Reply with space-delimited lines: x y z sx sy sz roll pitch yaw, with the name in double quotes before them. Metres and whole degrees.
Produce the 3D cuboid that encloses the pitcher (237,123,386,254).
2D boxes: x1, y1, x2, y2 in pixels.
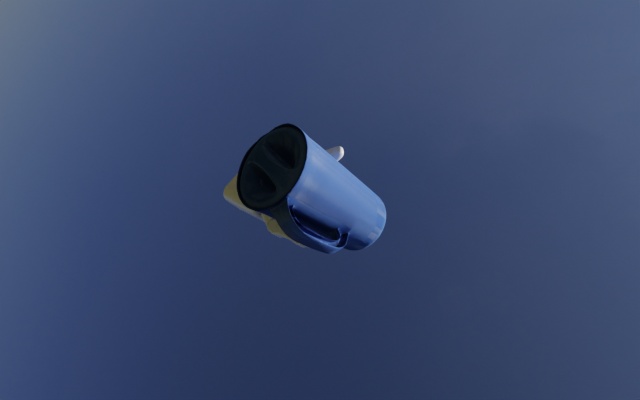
"pitcher" 0.000 0.002 0.740 0.145 0.149 0.243 16 -11 45
